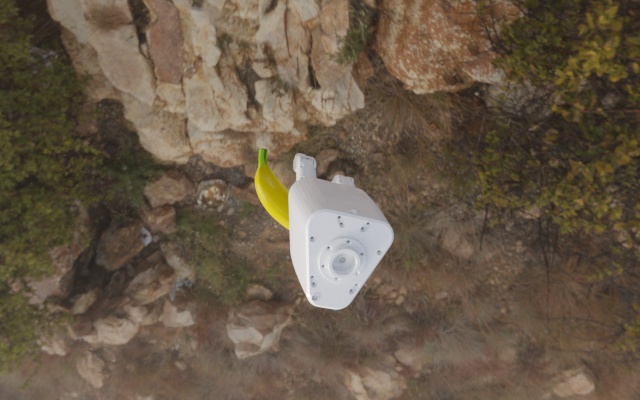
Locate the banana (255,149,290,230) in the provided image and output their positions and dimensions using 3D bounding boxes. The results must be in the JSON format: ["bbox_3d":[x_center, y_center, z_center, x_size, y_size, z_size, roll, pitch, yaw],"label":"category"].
[{"bbox_3d":[-0.013,0.015,0.620,0.198,0.069,0.037,36,-8,-16],"label":"banana"}]
